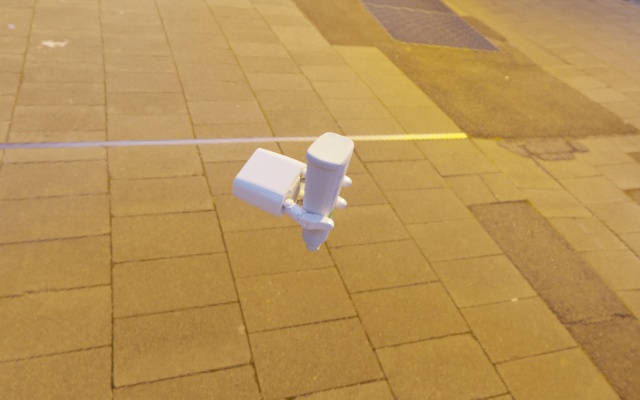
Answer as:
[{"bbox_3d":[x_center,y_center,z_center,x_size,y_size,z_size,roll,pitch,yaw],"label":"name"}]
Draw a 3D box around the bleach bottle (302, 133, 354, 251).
[{"bbox_3d":[0.000,0.003,0.899,0.068,0.251,0.102,22,40,13],"label":"bleach bottle"}]
